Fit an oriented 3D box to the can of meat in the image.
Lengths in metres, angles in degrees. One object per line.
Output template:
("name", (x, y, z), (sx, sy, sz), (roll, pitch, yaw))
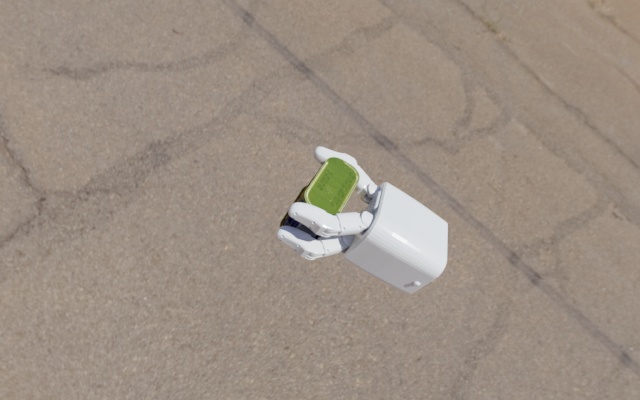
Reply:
("can of meat", (0.000, 0.002, 0.624), (0.057, 0.102, 0.084), (34, -38, -4))
